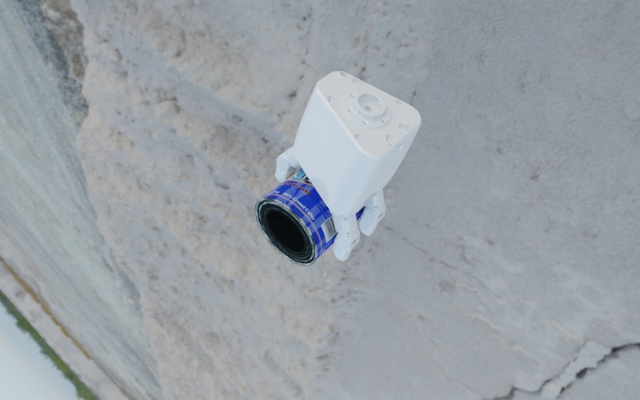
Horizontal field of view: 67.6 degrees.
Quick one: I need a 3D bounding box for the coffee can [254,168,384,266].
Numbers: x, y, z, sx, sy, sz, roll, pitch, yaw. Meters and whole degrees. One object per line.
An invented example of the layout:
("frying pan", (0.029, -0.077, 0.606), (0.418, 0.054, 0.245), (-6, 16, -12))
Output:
("coffee can", (0.000, 0.002, 0.619), (0.103, 0.103, 0.140), (0, 34, 50))
